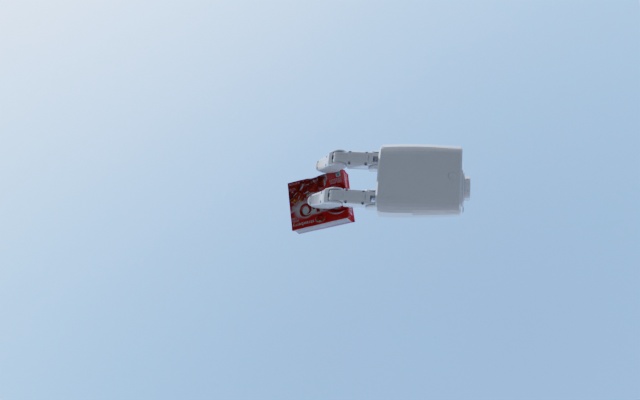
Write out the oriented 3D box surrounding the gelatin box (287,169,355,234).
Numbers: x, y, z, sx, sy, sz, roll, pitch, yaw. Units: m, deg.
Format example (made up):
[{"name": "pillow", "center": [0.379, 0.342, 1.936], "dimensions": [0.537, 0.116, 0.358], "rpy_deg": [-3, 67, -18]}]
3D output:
[{"name": "gelatin box", "center": [0.000, 0.002, 0.680], "dimensions": [0.089, 0.073, 0.030], "rpy_deg": [-13, -20, 18]}]
